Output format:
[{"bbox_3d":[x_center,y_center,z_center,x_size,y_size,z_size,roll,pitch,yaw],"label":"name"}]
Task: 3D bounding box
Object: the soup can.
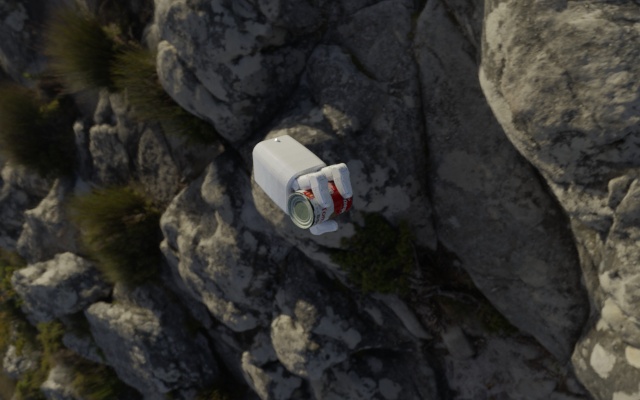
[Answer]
[{"bbox_3d":[0.000,0.003,0.846,0.102,0.068,0.068,-23,16,-41],"label":"soup can"}]
